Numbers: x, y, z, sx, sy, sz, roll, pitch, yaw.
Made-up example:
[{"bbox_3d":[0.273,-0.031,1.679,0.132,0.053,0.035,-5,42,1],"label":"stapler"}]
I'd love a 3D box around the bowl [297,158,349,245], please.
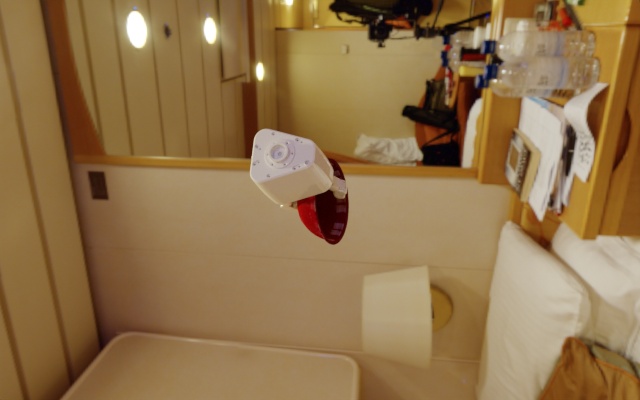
[{"bbox_3d":[0.000,0.004,0.900,0.055,0.162,0.162,-3,-2,25],"label":"bowl"}]
